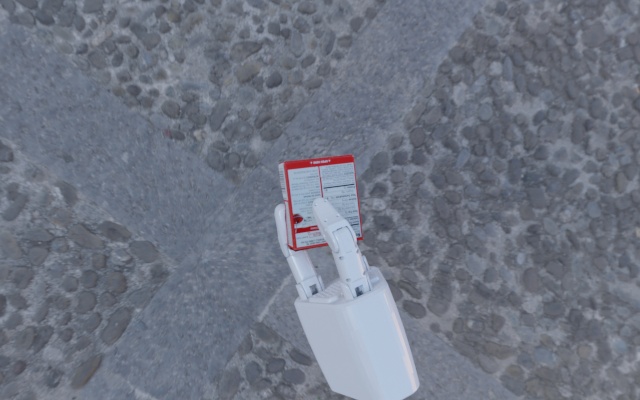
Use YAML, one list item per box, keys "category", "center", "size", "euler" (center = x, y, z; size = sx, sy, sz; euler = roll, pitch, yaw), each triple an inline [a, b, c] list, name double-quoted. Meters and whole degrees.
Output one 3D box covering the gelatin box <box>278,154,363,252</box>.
- category: "gelatin box"
  center: [0.000, 0.001, 0.479]
  size: [0.073, 0.089, 0.030]
  euler: [-8, 5, -17]
